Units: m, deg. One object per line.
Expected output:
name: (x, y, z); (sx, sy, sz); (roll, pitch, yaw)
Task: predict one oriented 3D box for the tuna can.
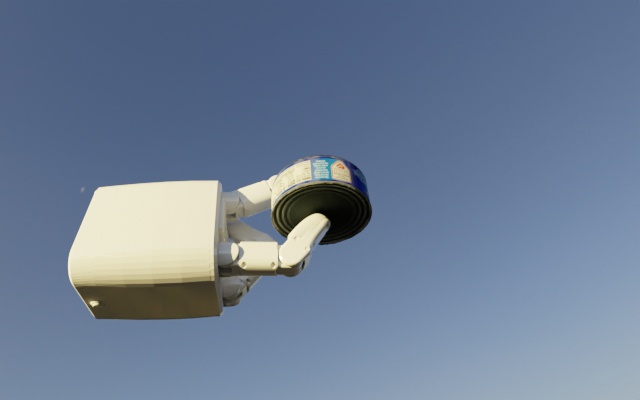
tuna can: (0.000, 0.001, 0.414); (0.086, 0.033, 0.086); (-3, -40, -2)
